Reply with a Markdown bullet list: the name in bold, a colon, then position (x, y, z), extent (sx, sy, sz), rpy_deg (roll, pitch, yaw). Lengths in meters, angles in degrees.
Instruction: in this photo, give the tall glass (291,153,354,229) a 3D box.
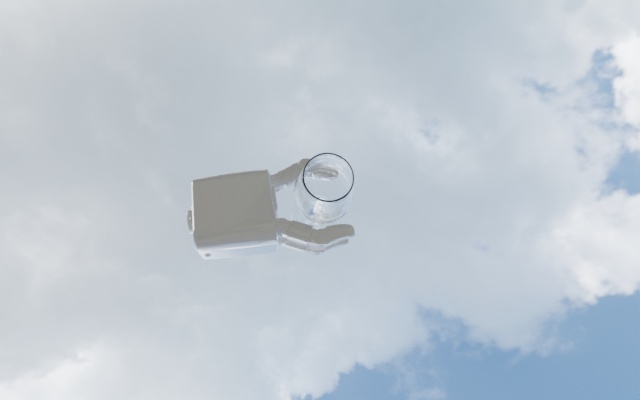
- **tall glass**: position (0.000, 0.002, 0.652), extent (0.079, 0.079, 0.201), rpy_deg (0, -18, -6)
